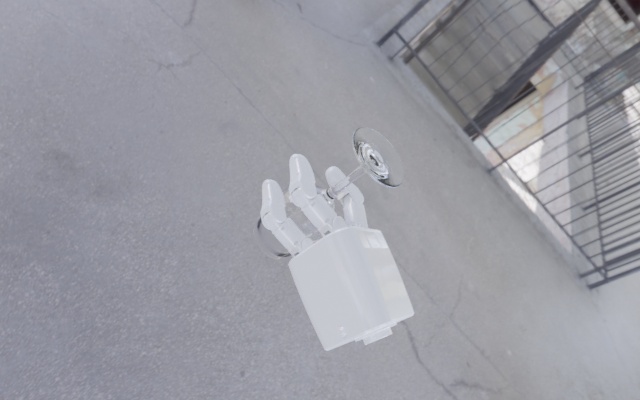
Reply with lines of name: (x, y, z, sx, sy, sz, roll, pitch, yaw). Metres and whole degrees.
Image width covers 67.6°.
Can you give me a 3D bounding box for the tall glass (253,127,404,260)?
tall glass: (0.001, 0.001, 0.561, 0.079, 0.079, 0.201, 0, -28, -45)
